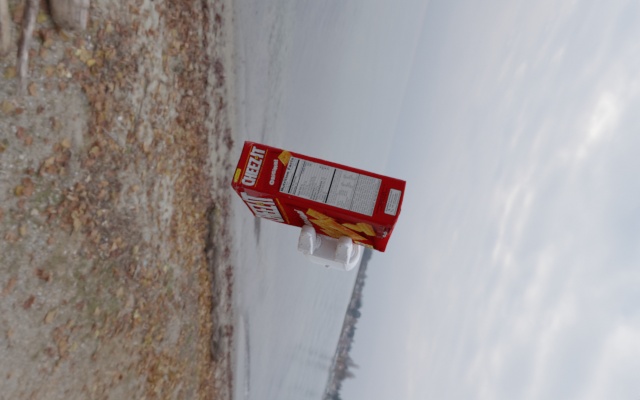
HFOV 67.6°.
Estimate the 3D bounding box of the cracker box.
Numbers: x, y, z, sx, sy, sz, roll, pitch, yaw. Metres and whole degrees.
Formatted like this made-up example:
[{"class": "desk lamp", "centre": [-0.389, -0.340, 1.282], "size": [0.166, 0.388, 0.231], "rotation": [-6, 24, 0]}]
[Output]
[{"class": "cracker box", "centre": [0.000, 0.002, 0.663], "size": [0.213, 0.072, 0.164], "rotation": [14, -15, 7]}]
